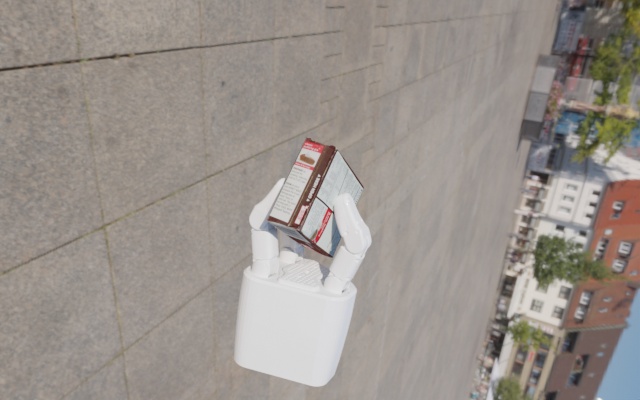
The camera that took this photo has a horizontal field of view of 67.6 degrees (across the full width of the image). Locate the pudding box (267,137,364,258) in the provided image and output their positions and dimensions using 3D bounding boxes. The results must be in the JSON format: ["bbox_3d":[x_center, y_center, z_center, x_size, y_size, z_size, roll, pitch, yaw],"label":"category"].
[{"bbox_3d":[0.000,0.002,0.485,0.039,0.090,0.113,19,-12,22],"label":"pudding box"}]
